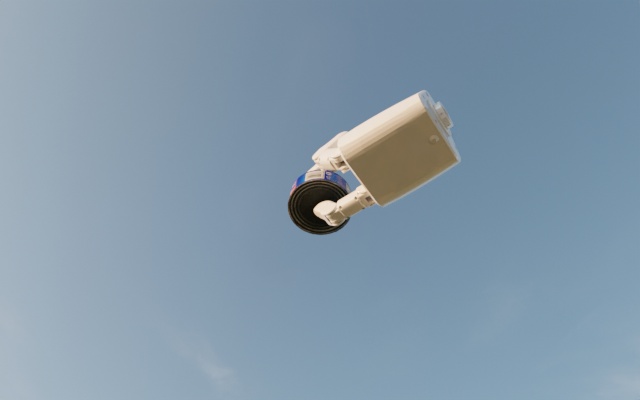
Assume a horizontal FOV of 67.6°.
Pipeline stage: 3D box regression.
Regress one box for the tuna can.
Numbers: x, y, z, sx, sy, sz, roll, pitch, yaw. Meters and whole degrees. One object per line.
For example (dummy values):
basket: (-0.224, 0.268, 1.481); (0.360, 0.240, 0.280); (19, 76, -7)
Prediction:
tuna can: (0.000, 0.002, 0.641); (0.086, 0.086, 0.033); (0, 31, 3)
